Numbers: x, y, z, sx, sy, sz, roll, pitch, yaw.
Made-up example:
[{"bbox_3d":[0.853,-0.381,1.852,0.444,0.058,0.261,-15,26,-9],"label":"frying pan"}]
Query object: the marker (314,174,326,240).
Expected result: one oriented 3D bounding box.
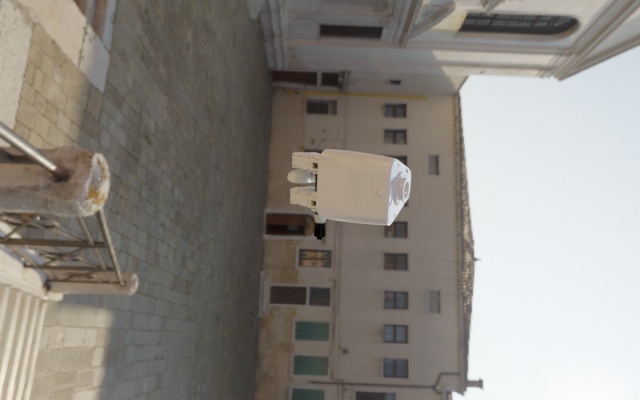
[{"bbox_3d":[0.000,0.002,0.741,0.020,0.121,0.020,2,13,0],"label":"marker"}]
